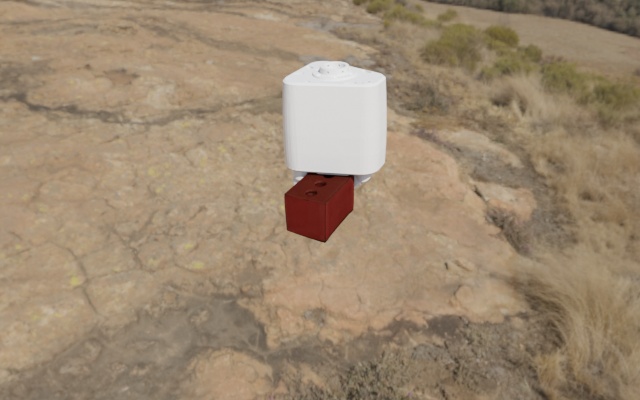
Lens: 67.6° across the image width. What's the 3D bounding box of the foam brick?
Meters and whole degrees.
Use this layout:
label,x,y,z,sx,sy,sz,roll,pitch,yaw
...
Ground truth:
label,x,y,z,sx,sy,sz,roll,pitch,yaw
foam brick,0.000,0.002,0.552,0.053,0.051,0.078,14,35,23
